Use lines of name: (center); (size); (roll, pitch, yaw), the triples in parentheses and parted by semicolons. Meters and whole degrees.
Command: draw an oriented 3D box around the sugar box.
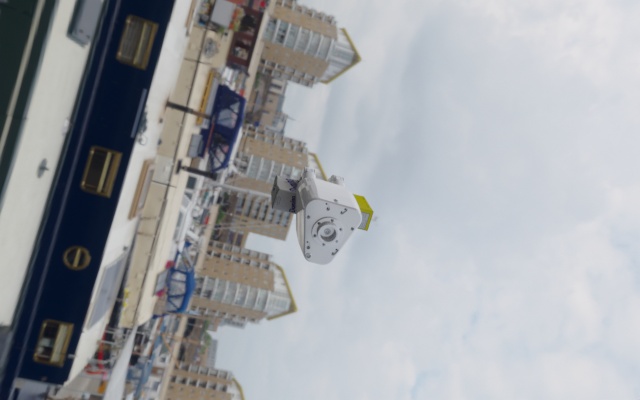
sugar box: (0.000, 0.002, 0.867); (0.176, 0.048, 0.093); (16, 15, -12)
